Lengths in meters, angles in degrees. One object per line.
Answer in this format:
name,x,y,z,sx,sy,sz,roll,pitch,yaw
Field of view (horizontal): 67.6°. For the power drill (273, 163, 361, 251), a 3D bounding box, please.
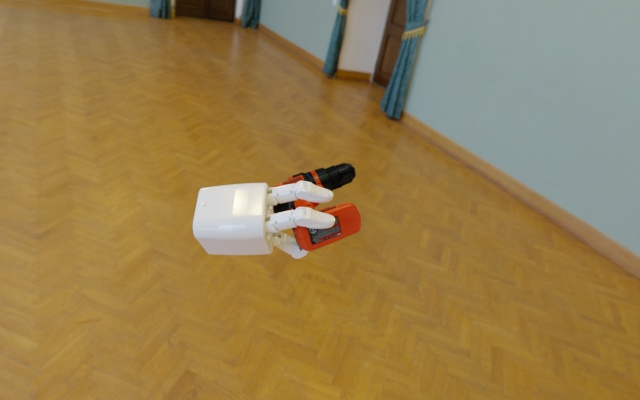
power drill,0.000,0.003,0.810,0.184,0.057,0.187,-22,27,-9
